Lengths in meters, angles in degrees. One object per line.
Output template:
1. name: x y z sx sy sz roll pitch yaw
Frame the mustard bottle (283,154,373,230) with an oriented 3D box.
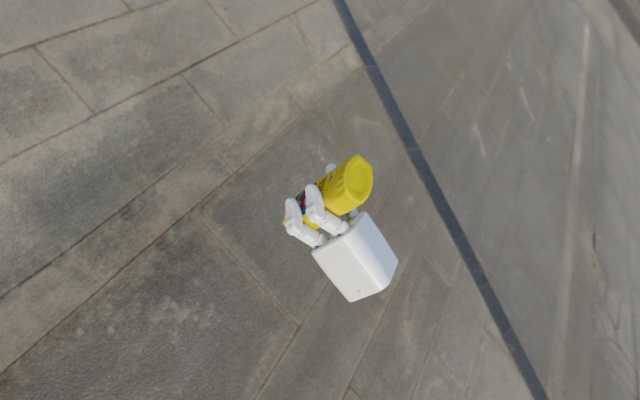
1. mustard bottle: 0.000 0.002 0.788 0.058 0.096 0.192 37 -44 -21
